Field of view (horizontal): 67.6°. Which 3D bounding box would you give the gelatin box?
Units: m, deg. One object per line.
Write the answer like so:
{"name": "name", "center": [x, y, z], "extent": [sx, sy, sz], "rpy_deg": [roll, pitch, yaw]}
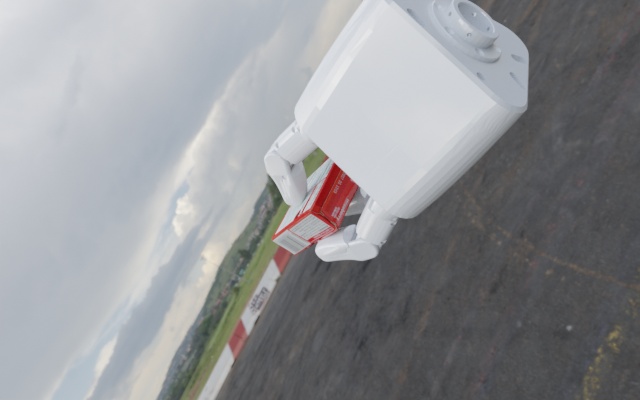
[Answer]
{"name": "gelatin box", "center": [0.000, 0.001, 0.410], "extent": [0.030, 0.073, 0.089], "rpy_deg": [34, -31, -11]}
